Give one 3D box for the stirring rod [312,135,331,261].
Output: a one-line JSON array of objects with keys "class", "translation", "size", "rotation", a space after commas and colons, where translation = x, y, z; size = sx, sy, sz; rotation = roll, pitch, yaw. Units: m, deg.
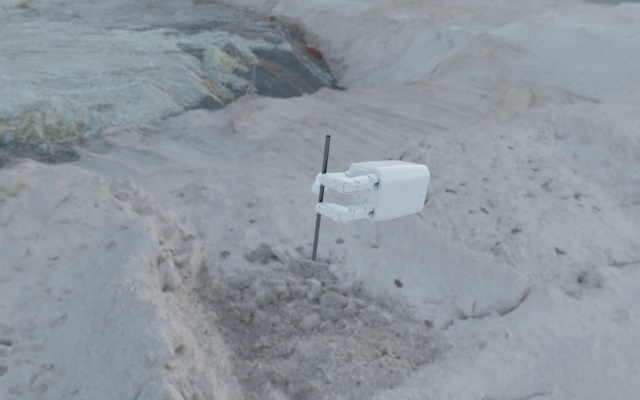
[{"class": "stirring rod", "translation": [0.000, 0.003, 0.821], "size": [0.011, 0.240, 0.011], "rotation": [5, 27, -3]}]
